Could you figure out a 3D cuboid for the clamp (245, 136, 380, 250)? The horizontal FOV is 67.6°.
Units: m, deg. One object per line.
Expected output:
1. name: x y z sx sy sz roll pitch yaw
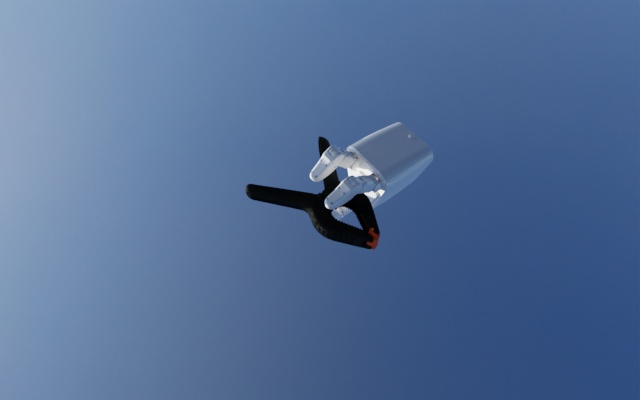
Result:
1. clamp: 0.001 0.003 0.717 0.164 0.210 0.036 -31 -29 -21
